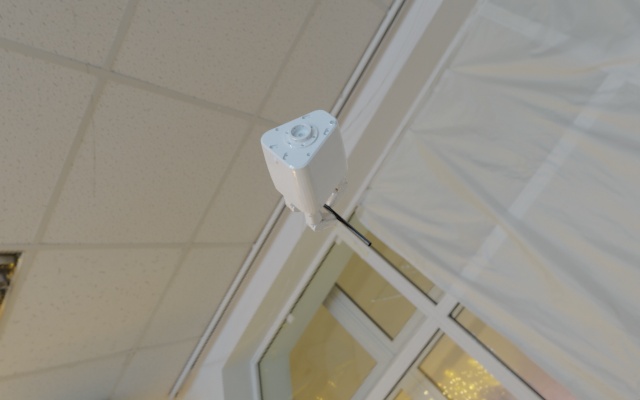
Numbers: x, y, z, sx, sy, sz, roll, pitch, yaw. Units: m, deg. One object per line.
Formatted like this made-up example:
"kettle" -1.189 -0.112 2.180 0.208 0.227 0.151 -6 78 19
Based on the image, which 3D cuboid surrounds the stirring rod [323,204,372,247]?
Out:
"stirring rod" 0.000 0.003 0.816 0.239 0.011 0.011 41 24 31
